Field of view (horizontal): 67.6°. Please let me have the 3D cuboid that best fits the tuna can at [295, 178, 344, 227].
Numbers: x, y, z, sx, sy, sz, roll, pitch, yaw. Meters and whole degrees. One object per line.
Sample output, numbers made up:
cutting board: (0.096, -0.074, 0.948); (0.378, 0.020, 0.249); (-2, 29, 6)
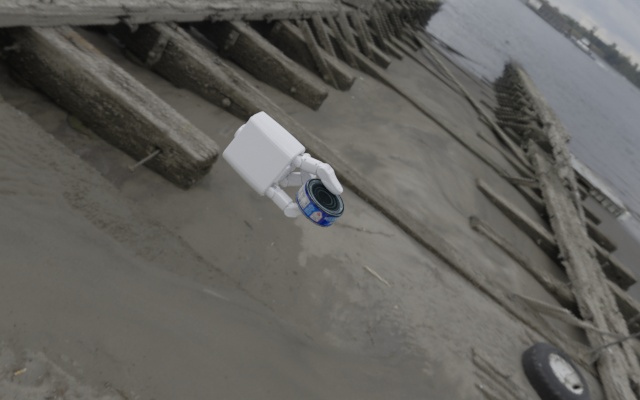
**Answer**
tuna can: (0.001, 0.002, 0.837); (0.086, 0.086, 0.034); (0, -37, -50)
